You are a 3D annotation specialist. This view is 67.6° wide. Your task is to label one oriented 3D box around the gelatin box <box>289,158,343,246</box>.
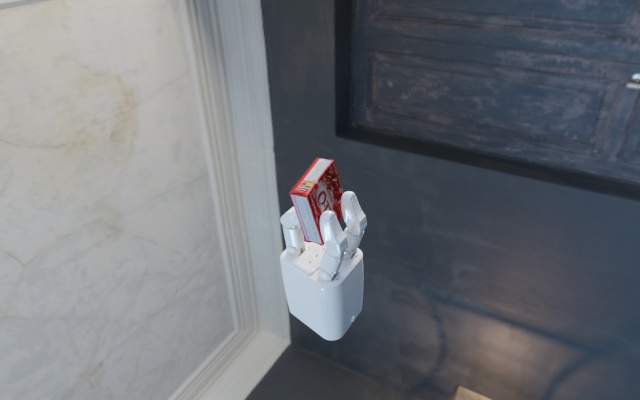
[{"bbox_3d":[0.000,0.002,0.616,0.030,0.089,0.073,10,46,30],"label":"gelatin box"}]
